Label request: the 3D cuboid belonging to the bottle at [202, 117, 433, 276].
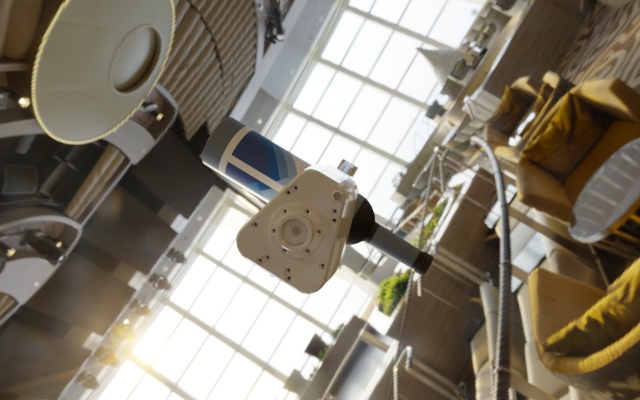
[{"bbox_3d":[0.000,0.002,0.573,0.295,0.069,0.069,31,3,5],"label":"bottle"}]
